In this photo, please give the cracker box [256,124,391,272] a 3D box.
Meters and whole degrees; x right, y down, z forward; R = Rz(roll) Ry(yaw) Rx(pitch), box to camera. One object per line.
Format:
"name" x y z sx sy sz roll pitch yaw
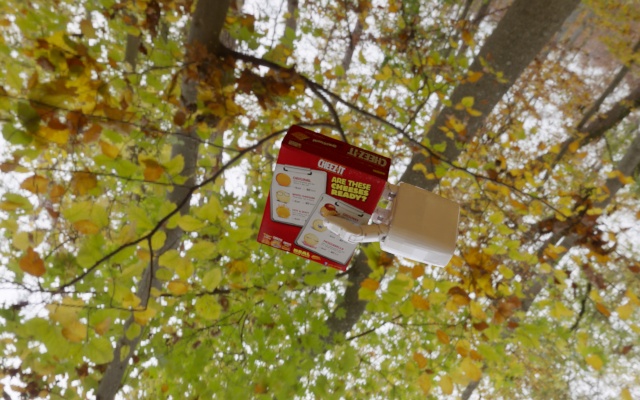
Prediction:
"cracker box" 0.000 0.003 0.768 0.164 0.214 0.072 19 40 0
